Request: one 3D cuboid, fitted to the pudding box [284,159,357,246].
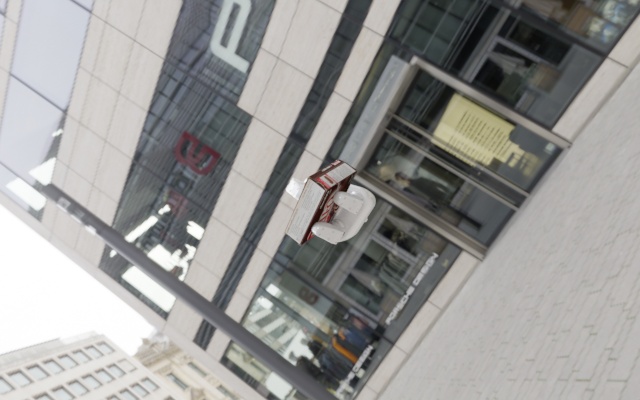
[{"bbox_3d":[0.000,0.002,0.709,0.039,0.114,0.090,34,36,16],"label":"pudding box"}]
